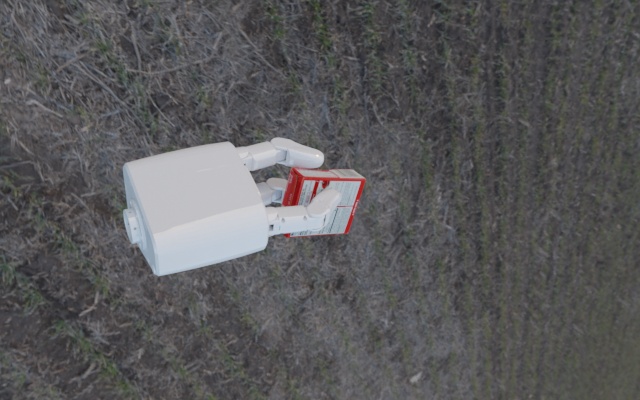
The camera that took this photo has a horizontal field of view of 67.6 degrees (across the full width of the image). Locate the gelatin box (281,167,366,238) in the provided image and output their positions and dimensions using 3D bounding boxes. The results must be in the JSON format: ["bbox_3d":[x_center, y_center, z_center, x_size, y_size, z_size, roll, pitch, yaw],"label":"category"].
[{"bbox_3d":[0.001,0.002,0.536,0.089,0.073,0.030,-1,28,-35],"label":"gelatin box"}]
